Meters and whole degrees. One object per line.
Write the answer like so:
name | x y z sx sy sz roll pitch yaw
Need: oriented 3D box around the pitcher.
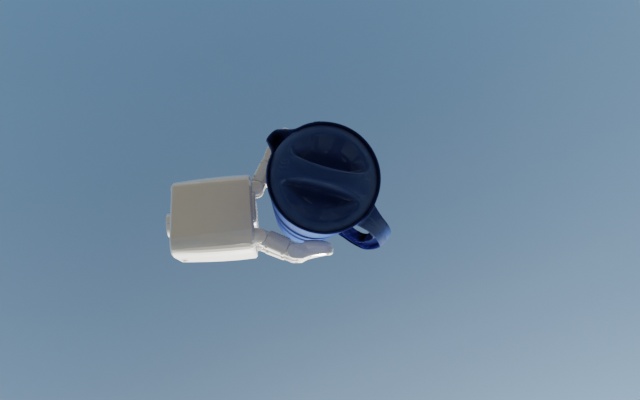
pitcher | 0.000 0.002 0.655 0.145 0.149 0.243 -4 -11 -6
